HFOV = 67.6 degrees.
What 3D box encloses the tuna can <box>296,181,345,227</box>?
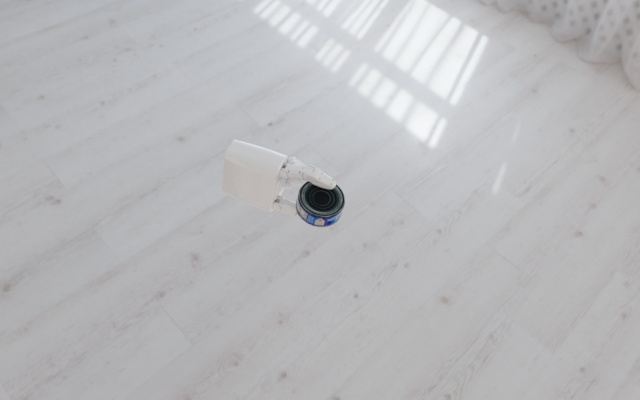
[{"bbox_3d":[0.000,0.002,0.852,0.086,0.086,0.034,0,-34,-12],"label":"tuna can"}]
